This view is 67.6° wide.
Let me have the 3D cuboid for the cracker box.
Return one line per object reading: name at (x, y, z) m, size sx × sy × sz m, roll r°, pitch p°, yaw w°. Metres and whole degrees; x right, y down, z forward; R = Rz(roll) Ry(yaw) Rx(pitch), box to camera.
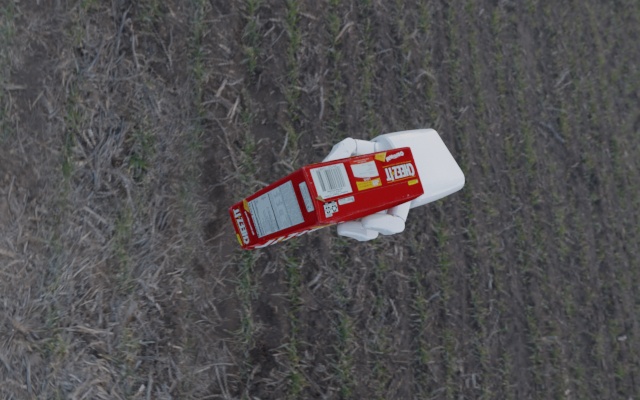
cracker box at (0.000, 0.002, 0.625) m, size 0.164 × 0.072 × 0.214 m, roll -14°, pitch -5°, yaw -35°
